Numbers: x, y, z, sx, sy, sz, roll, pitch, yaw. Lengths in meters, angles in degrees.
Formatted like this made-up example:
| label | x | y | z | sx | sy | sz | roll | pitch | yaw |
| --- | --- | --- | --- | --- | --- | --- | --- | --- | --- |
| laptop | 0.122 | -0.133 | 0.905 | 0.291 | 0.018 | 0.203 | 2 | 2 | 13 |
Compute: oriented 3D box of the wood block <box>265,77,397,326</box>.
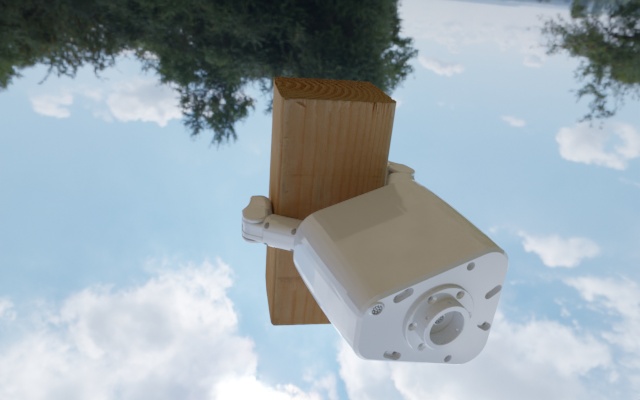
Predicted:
| label | x | y | z | sx | sy | sz | roll | pitch | yaw |
| --- | --- | --- | --- | --- | --- | --- | --- | --- | --- |
| wood block | 0.000 | 0.002 | 0.432 | 0.091 | 0.206 | 0.090 | 1 | 24 | -10 |
